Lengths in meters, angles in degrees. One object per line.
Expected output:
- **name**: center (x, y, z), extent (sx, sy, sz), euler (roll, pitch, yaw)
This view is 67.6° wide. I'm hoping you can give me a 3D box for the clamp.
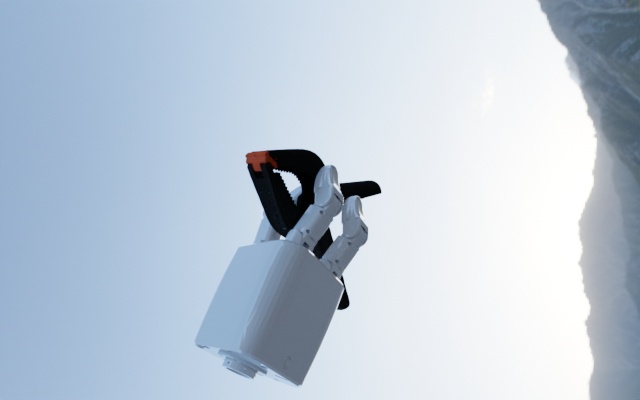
- **clamp**: center (-0.001, 0.002, 0.514), extent (0.036, 0.164, 0.210), euler (-1, -36, 37)
